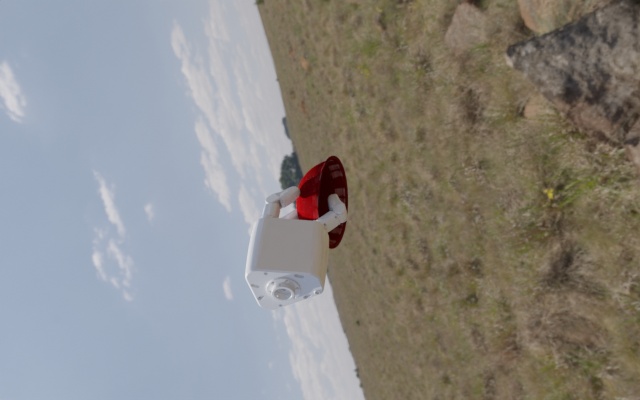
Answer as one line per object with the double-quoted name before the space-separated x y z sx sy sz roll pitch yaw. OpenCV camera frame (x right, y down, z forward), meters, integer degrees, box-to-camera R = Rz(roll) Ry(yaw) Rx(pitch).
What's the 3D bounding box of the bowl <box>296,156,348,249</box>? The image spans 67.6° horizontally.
"bowl" 0.000 0.002 0.836 0.055 0.162 0.162 1 0 21
